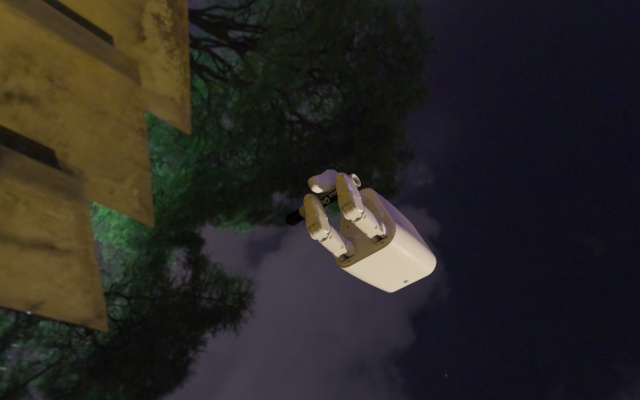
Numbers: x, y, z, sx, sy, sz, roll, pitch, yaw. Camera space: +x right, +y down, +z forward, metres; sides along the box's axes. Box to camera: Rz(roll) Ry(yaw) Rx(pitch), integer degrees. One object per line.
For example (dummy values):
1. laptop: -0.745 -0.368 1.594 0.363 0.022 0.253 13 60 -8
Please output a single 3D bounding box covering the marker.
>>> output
1. marker: 0.000 0.002 0.631 0.121 0.020 0.020 -32 -17 28
